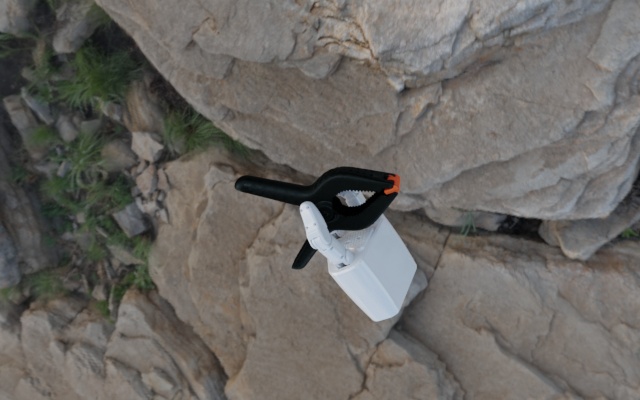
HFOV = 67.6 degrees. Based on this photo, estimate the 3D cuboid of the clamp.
[{"bbox_3d":[0.001,0.002,0.621,0.210,0.165,0.036,-25,27,28],"label":"clamp"}]
